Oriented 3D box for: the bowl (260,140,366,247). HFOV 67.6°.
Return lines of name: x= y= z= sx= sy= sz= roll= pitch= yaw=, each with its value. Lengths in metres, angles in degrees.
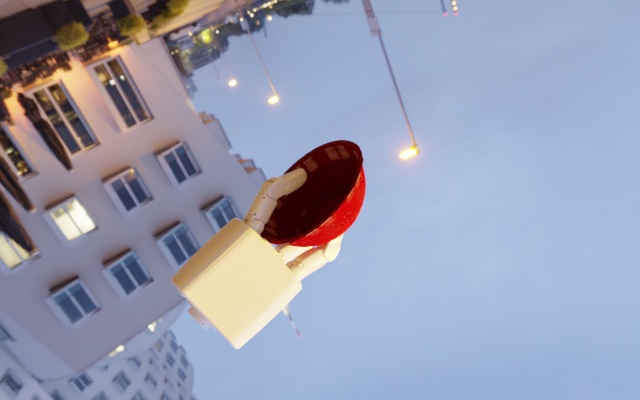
bowl: x=0.001 y=0.001 z=0.593 sx=0.162 sy=0.162 sz=0.055 roll=0 pitch=-37 yaw=51
